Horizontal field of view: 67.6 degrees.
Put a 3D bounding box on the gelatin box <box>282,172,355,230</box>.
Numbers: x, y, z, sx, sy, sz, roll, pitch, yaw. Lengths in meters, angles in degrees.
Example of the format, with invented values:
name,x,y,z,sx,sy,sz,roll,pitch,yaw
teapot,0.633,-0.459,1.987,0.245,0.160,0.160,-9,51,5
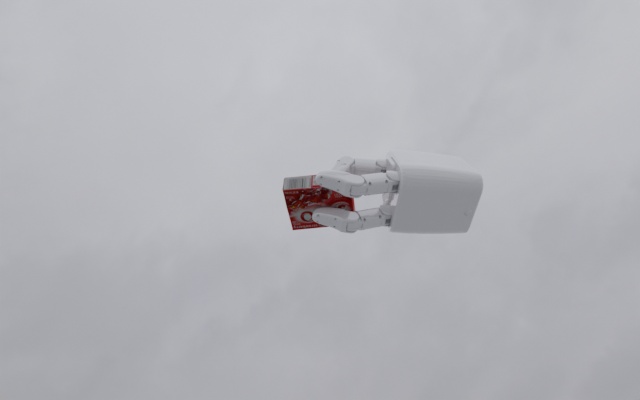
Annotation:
name,x,y,z,sx,sy,sz,roll,pitch,yaw
gelatin box,0.000,0.002,0.632,0.089,0.073,0.030,-5,42,7
